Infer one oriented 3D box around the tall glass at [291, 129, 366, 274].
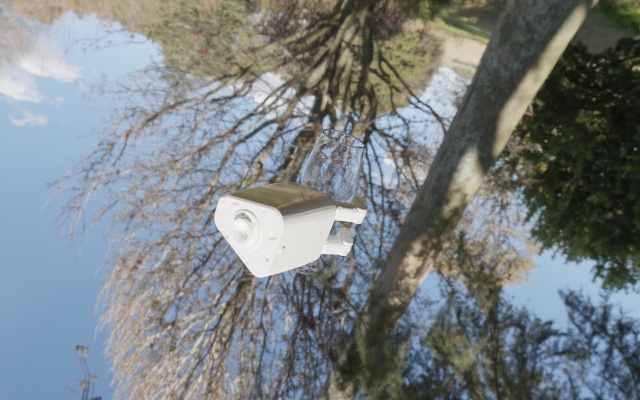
[{"bbox_3d":[0.000,0.003,0.680,0.079,0.201,0.079,18,22,-7],"label":"tall glass"}]
